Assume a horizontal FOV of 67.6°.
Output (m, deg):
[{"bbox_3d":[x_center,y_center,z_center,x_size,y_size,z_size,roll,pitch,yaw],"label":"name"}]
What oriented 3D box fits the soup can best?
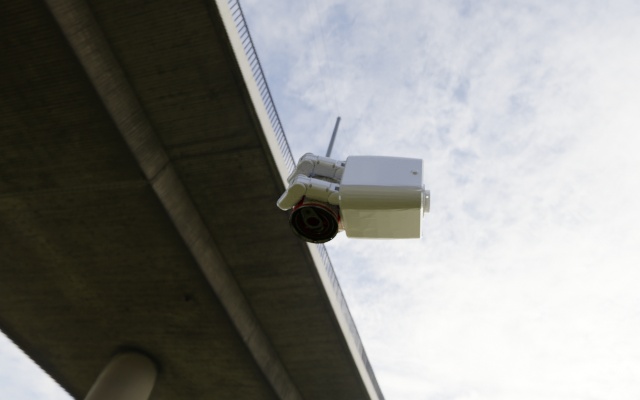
[{"bbox_3d":[0.000,0.002,0.678,0.068,0.069,0.102,0,39,13],"label":"soup can"}]
